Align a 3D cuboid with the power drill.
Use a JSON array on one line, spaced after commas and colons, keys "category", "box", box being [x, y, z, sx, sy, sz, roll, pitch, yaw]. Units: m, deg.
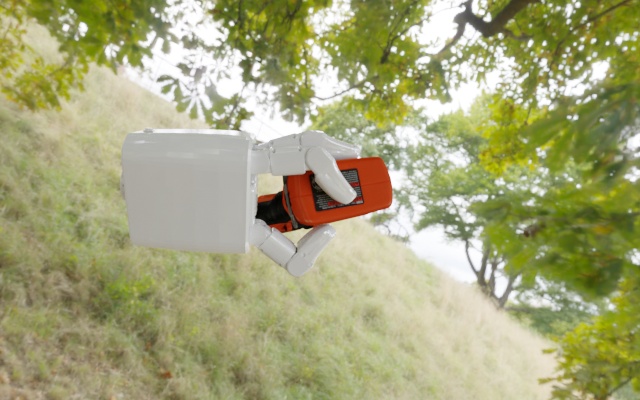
[{"category": "power drill", "box": [0.000, 0.002, 0.528, 0.184, 0.057, 0.188, -12, -5, -25]}]
